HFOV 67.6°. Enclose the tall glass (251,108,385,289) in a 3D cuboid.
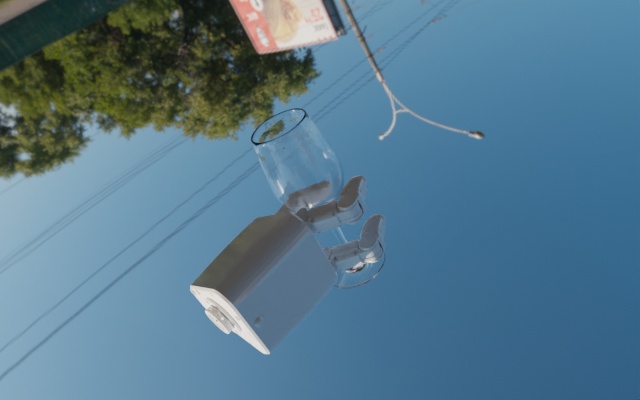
[{"bbox_3d":[0.000,0.002,0.518,0.079,0.201,0.079,-21,31,13],"label":"tall glass"}]
